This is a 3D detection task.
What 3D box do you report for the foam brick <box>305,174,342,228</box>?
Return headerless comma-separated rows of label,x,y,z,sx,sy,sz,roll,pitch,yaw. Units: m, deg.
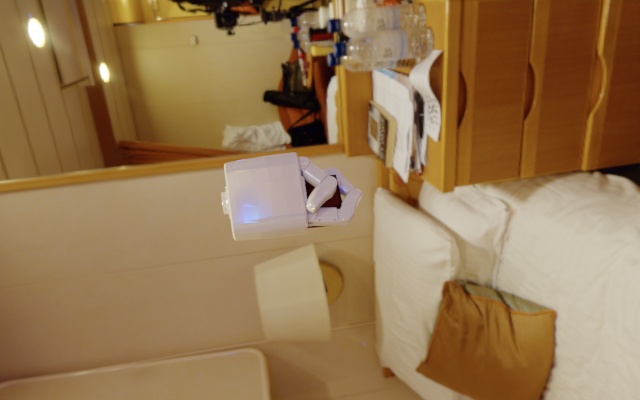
foam brick,0.000,0.003,0.731,0.051,0.053,0.078,-8,-26,-8
